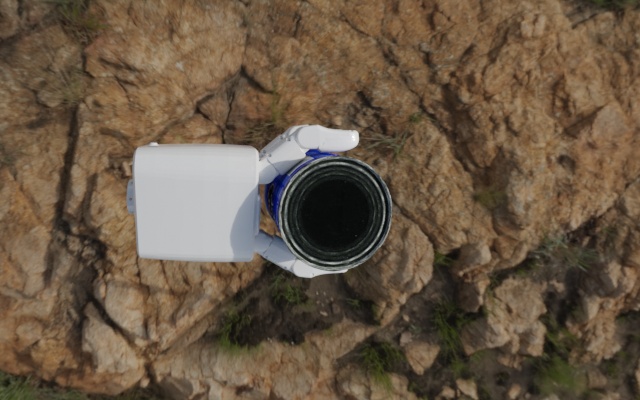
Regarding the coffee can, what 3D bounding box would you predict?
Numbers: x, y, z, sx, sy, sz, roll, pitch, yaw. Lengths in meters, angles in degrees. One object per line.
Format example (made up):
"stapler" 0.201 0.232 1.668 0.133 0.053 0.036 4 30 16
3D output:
"coffee can" 0.000 0.002 0.480 0.103 0.103 0.140 0 9 -12
